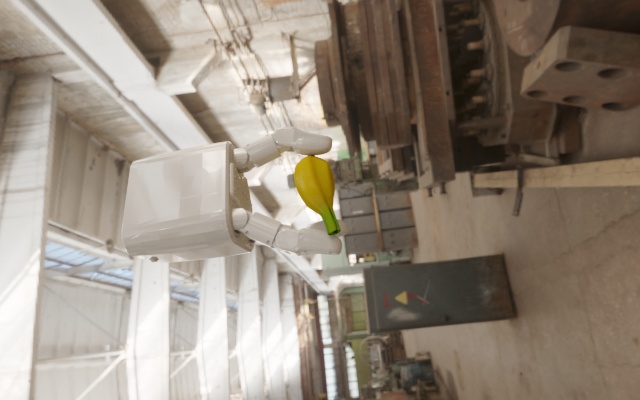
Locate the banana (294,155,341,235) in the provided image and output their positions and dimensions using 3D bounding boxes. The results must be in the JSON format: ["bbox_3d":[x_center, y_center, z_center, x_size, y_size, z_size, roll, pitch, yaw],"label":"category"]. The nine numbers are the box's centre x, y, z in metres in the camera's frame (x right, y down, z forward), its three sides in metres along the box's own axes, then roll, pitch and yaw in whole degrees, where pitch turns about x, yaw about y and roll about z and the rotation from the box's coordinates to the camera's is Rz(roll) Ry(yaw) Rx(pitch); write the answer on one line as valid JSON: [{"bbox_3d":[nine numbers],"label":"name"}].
[{"bbox_3d":[-0.004,-0.016,0.511,0.037,0.069,0.197,-12,10,4],"label":"banana"}]
